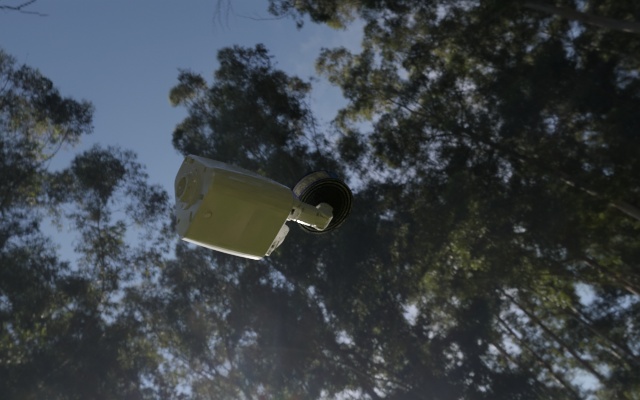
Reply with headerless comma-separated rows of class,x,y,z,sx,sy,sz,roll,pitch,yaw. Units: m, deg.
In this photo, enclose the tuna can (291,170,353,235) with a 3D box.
tuna can,0.000,0.002,0.661,0.086,0.086,0.033,0,28,-26
